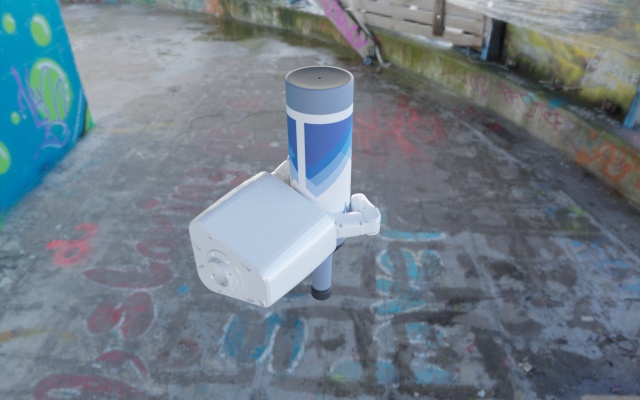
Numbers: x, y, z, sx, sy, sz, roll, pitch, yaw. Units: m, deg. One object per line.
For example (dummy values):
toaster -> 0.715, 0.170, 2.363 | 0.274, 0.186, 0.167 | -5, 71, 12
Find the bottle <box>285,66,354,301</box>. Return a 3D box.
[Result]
bottle -> 0.000, 0.002, 0.545 | 0.069, 0.296, 0.069 | 0, 35, 0
